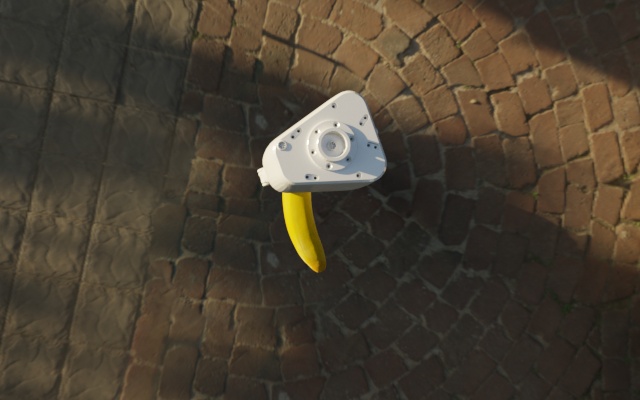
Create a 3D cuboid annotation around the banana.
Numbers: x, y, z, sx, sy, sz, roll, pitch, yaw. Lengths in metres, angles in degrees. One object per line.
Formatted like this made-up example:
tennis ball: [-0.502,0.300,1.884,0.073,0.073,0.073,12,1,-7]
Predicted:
banana: [-0.018,-0.003,0.641,0.069,0.198,0.037,6,-3,-13]
